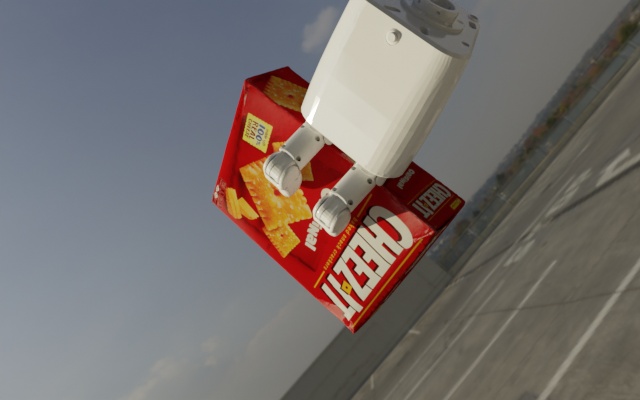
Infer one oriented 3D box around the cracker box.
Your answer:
[{"bbox_3d":[0.000,0.001,0.464,0.213,0.164,0.072,41,42,15],"label":"cracker box"}]
